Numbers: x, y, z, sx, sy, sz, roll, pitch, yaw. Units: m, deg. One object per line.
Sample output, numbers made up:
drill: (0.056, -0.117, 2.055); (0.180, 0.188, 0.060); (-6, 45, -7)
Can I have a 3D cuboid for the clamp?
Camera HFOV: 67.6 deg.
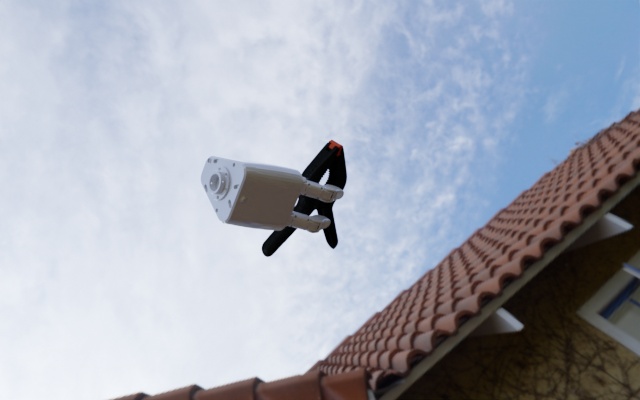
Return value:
clamp: (0.000, 0.002, 0.801); (0.164, 0.210, 0.036); (7, 22, -47)
